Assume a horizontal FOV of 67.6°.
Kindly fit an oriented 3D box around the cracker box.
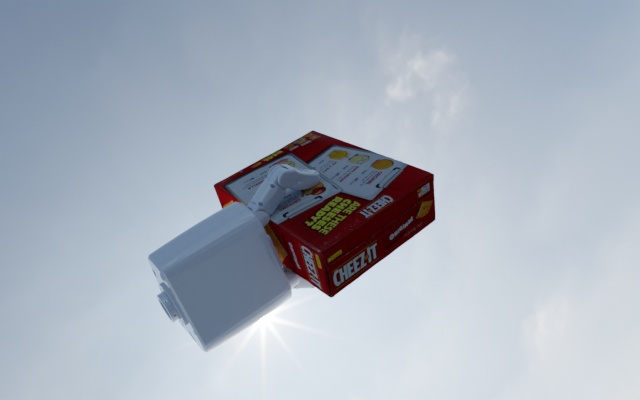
[{"bbox_3d":[0.000,0.002,0.562,0.164,0.072,0.213,-32,38,-26],"label":"cracker box"}]
